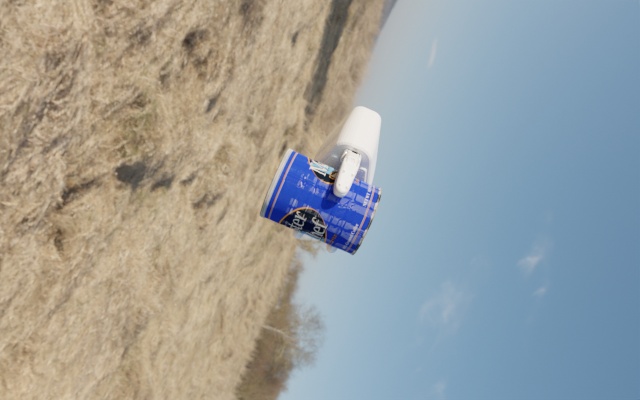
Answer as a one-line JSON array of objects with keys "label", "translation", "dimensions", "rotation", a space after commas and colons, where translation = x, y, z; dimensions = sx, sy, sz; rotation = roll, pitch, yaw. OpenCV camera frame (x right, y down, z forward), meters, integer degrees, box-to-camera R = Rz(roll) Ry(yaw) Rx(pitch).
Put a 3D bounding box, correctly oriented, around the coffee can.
[{"label": "coffee can", "translation": [0.000, 0.002, 0.664], "dimensions": [0.140, 0.103, 0.103], "rotation": [23, -1, -2]}]
